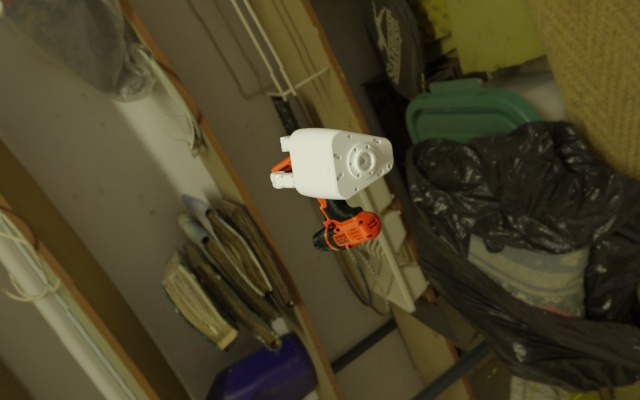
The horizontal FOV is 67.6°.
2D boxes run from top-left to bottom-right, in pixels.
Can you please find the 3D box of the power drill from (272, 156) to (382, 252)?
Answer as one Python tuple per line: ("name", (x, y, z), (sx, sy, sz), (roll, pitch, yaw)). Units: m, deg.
("power drill", (0.000, 0.002, 0.810), (0.057, 0.187, 0.184), (-41, 8, -33))
